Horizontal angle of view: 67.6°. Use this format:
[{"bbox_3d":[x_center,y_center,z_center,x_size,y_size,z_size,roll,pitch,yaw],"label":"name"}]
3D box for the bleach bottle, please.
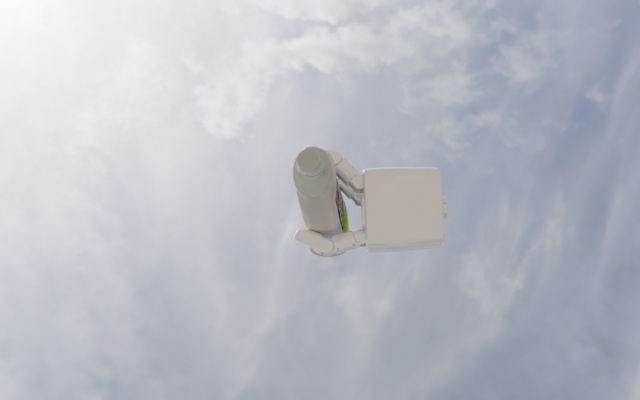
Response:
[{"bbox_3d":[0.000,0.002,0.676,0.068,0.102,0.251,-3,-20,6],"label":"bleach bottle"}]
